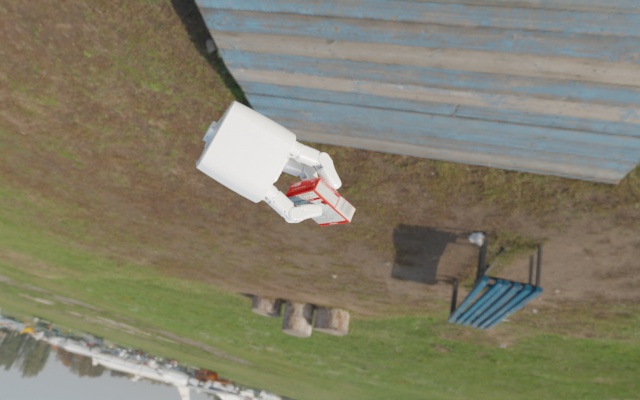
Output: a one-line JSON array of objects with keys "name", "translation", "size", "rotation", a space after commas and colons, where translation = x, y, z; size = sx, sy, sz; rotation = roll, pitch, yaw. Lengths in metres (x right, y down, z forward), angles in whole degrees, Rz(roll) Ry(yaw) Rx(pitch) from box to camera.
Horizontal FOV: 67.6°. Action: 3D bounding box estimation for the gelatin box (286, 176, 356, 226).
[{"name": "gelatin box", "translation": [0.000, 0.003, 0.760], "size": [0.089, 0.030, 0.073], "rotation": [41, -31, -27]}]
